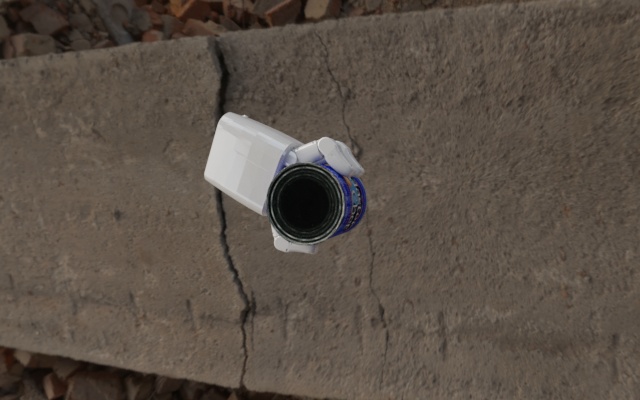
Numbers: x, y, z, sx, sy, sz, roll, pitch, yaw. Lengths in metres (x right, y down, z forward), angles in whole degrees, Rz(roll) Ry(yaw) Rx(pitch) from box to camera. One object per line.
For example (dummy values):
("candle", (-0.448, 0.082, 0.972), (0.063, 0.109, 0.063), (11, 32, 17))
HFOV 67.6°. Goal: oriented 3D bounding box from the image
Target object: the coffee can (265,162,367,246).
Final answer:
("coffee can", (0.000, 0.002, 0.646), (0.103, 0.103, 0.140), (0, 2, 16))
